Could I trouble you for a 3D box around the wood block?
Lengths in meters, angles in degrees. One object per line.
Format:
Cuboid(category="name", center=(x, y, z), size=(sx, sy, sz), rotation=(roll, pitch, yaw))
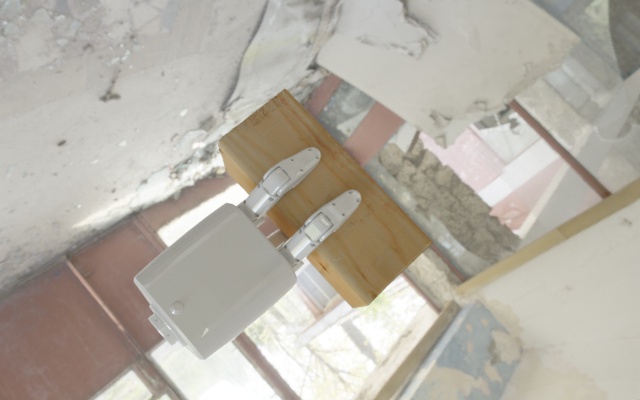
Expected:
Cuboid(category="wood block", center=(0.000, 0.002, 0.488), size=(0.090, 0.206, 0.091), rotation=(-41, -7, -14))
